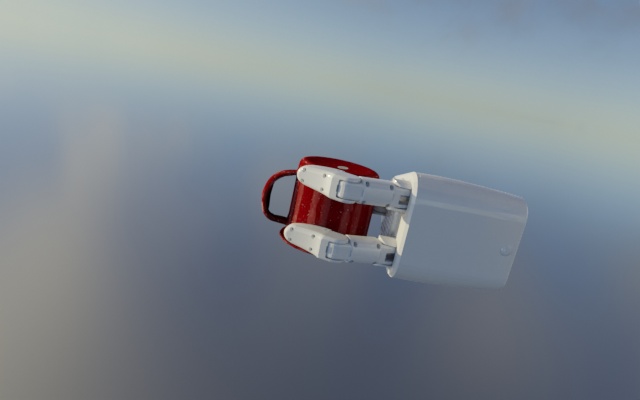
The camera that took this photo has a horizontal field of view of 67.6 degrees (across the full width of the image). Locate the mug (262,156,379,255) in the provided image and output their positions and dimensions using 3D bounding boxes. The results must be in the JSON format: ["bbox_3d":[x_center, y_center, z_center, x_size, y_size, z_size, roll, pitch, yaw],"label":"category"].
[{"bbox_3d":[-0.001,0.001,0.477,0.117,0.081,0.093,10,14,-6],"label":"mug"}]
